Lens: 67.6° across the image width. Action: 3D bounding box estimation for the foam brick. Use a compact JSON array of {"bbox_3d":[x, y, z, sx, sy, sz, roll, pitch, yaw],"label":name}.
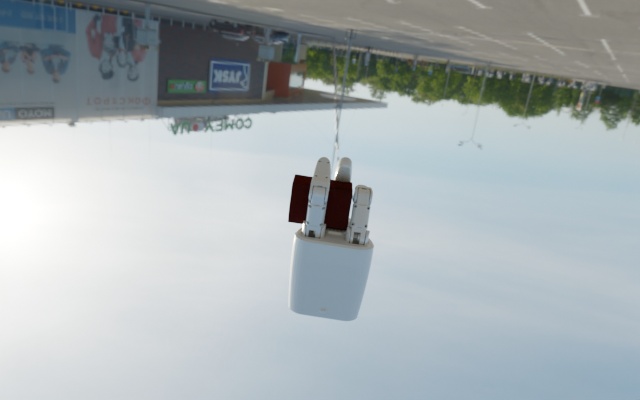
[{"bbox_3d":[0.000,0.002,0.611,0.078,0.051,0.053,9,18,1],"label":"foam brick"}]
